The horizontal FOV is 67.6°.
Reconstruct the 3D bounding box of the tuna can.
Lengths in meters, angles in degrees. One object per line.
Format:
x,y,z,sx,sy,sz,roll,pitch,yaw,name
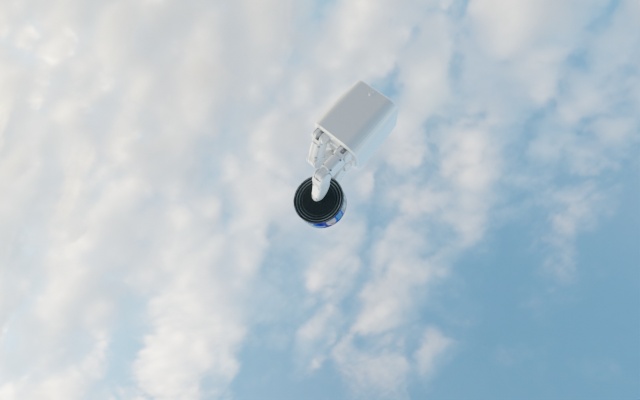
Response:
0.000,0.003,0.800,0.086,0.086,0.034,0,-20,15,tuna can
